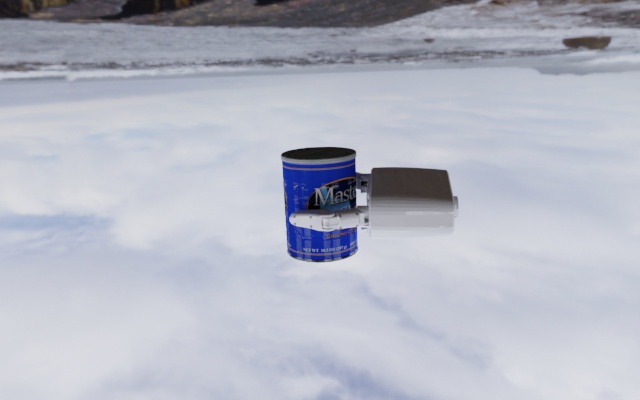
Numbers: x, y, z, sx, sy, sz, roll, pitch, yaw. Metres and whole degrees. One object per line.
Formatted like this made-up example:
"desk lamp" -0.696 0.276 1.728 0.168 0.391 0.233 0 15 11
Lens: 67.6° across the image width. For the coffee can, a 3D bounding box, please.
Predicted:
"coffee can" 0.000 0.002 0.664 0.103 0.140 0.102 -2 15 1
